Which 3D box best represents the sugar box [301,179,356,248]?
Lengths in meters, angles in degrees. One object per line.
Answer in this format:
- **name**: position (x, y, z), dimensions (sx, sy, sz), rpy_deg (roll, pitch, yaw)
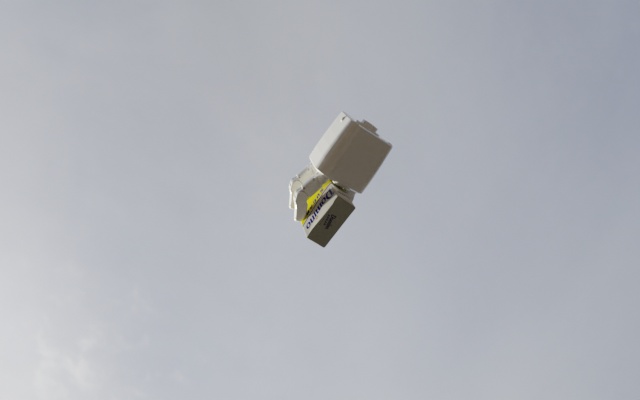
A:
- **sugar box**: position (0.000, 0.002, 0.876), dimensions (0.048, 0.093, 0.176), rpy_deg (33, 13, -21)
